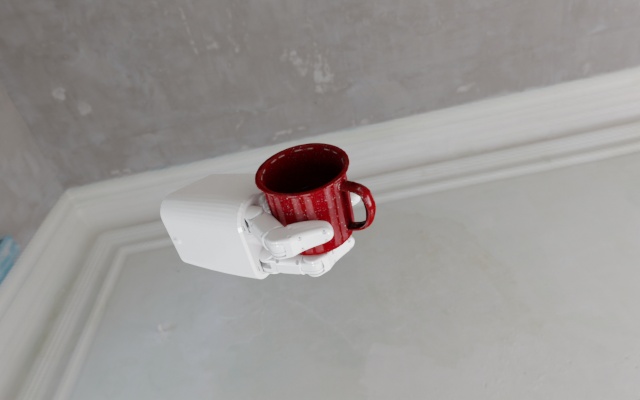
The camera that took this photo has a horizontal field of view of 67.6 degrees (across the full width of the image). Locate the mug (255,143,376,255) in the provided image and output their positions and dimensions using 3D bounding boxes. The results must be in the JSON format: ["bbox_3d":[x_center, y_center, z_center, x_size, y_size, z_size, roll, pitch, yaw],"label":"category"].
[{"bbox_3d":[0.001,0.002,0.475,0.117,0.082,0.093,7,40,26],"label":"mug"}]
